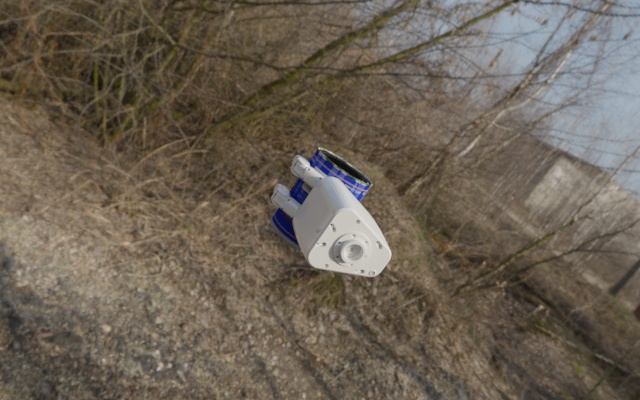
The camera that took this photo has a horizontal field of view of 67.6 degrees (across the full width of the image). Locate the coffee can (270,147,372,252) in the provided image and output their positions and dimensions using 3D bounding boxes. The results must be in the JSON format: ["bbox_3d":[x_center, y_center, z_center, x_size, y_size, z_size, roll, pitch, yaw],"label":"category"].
[{"bbox_3d":[0.000,0.003,0.752,0.103,0.140,0.102,32,14,-9],"label":"coffee can"}]
